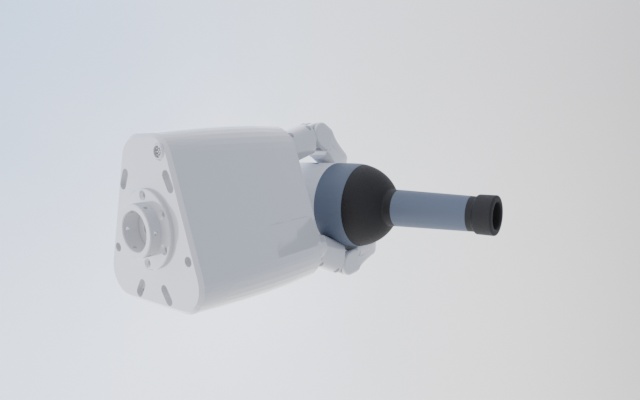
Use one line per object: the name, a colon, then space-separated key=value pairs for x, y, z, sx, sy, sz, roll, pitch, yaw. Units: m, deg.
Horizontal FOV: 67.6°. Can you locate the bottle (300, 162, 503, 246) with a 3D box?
bottle: x=0.000 y=0.001 z=0.405 sx=0.295 sy=0.069 sz=0.069 roll=4 pitch=3 yaw=37
